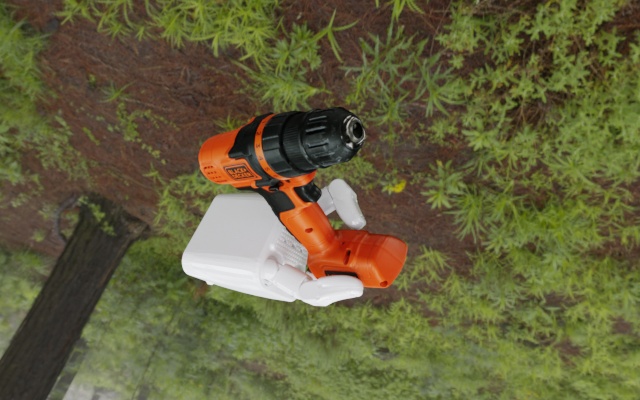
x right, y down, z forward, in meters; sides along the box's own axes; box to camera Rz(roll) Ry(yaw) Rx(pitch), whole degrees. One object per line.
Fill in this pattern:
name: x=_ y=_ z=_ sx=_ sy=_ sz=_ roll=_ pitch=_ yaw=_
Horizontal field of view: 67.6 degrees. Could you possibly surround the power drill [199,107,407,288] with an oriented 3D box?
power drill: x=0.000 y=0.002 z=0.423 sx=0.184 sy=0.057 sz=0.188 roll=-2 pitch=-44 yaw=47
